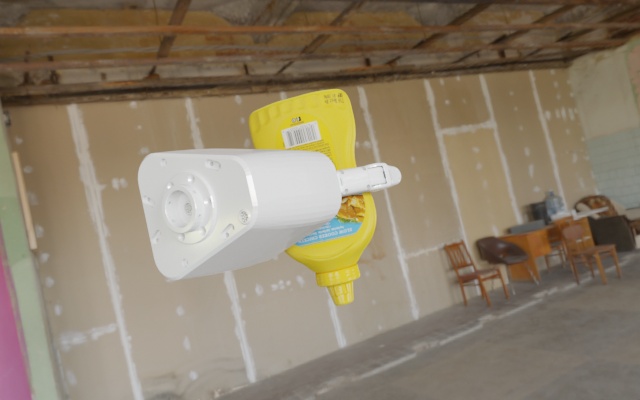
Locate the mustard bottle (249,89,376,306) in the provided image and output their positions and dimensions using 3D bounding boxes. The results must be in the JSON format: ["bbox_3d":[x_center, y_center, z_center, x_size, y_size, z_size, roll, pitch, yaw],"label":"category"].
[{"bbox_3d":[0.000,0.001,0.443,0.096,0.191,0.058,-13,-3,7],"label":"mustard bottle"}]
